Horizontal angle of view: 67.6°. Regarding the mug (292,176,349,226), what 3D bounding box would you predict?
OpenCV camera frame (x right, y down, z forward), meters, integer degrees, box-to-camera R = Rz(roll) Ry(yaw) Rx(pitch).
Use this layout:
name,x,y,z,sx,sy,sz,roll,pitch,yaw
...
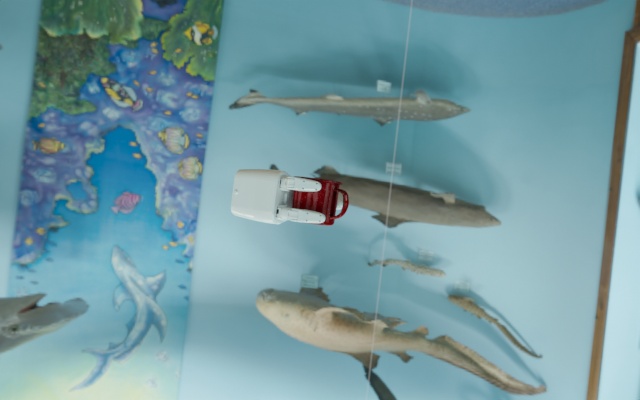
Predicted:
name,x,y,z,sx,sy,sz,roll,pitch,yaw
mug,0.001,0.003,0.879,0.117,0.081,0.093,8,0,31
